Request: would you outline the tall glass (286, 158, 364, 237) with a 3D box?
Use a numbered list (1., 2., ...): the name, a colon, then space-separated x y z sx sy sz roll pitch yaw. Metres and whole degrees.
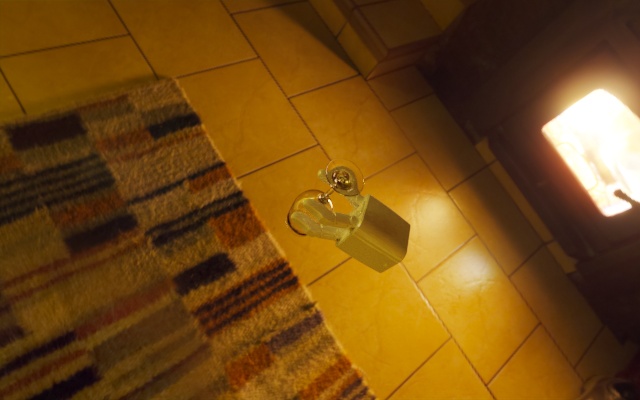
1. tall glass: 0.000 0.002 0.891 0.079 0.079 0.201 0 -25 -29
